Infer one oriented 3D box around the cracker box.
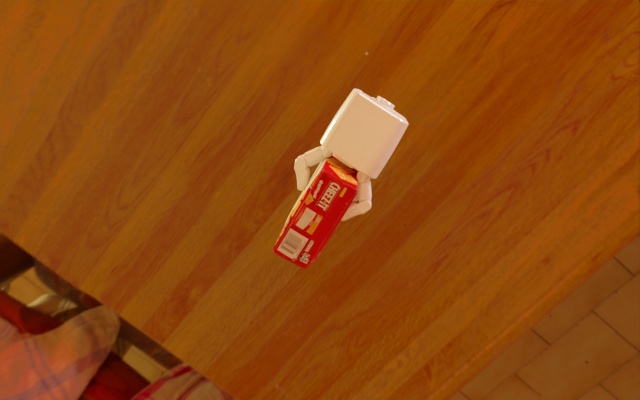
[{"bbox_3d":[0.000,0.003,0.845,0.072,0.164,0.213,31,17,-4],"label":"cracker box"}]
